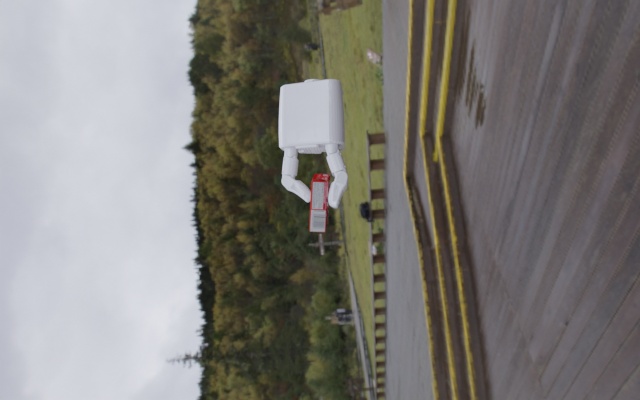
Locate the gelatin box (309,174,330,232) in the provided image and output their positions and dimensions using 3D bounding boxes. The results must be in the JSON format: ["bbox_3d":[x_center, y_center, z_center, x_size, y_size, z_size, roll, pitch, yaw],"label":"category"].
[{"bbox_3d":[0.000,0.003,0.809,0.030,0.089,0.073,3,11,3],"label":"gelatin box"}]
